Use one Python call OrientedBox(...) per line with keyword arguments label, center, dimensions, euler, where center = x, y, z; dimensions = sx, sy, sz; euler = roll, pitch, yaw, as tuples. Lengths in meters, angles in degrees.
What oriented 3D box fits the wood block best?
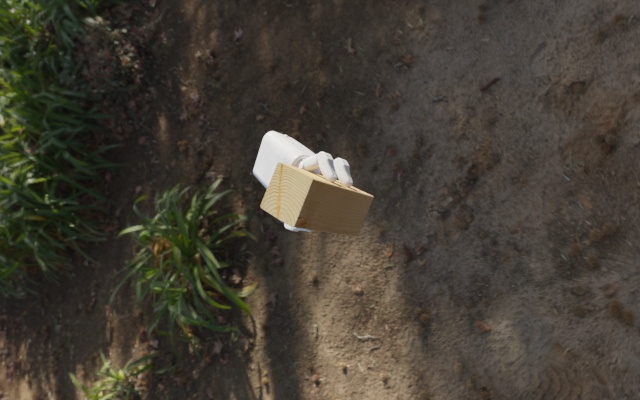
OrientedBox(label="wood block", center=(0.000, 0.003, 0.893), dimensions=(0.090, 0.091, 0.206), euler=(28, 9, 36))
